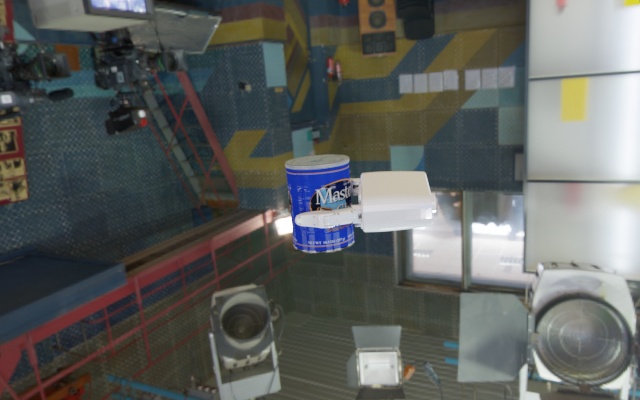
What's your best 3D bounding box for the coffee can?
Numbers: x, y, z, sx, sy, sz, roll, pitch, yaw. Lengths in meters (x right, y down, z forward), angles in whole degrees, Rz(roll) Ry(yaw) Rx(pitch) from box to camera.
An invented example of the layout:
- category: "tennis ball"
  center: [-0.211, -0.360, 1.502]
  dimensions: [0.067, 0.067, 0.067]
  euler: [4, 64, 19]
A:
- category: "coffee can"
  center: [0.000, 0.002, 0.775]
  dimensions: [0.103, 0.140, 0.102]
  euler: [-5, 14, 1]
